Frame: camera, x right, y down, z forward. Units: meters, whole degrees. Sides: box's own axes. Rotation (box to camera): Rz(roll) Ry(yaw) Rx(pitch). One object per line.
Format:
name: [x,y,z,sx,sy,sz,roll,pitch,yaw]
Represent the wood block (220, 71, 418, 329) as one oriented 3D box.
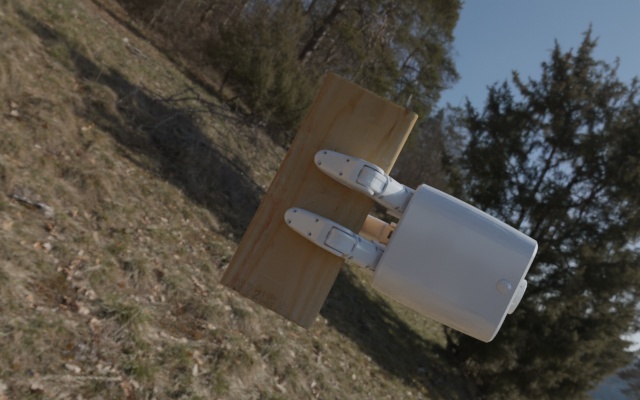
wood block: [0.001,0.002,0.451,0.090,0.206,0.091,27,-3,4]
